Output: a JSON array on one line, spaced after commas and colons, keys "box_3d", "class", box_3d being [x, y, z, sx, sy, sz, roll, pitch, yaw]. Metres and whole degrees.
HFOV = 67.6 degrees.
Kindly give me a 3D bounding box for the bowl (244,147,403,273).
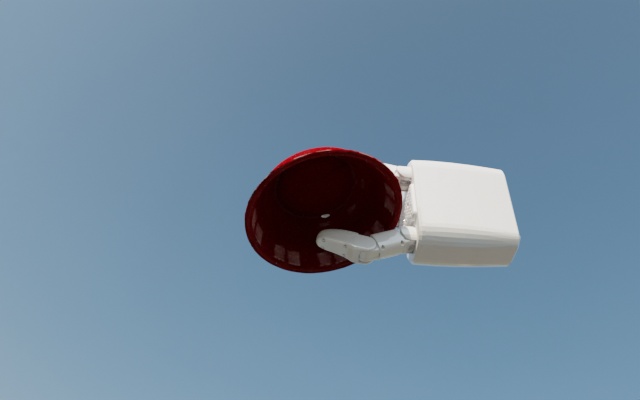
[{"box_3d": [-0.001, 0.001, 0.497, 0.162, 0.162, 0.055, 0, 39, -15], "class": "bowl"}]
